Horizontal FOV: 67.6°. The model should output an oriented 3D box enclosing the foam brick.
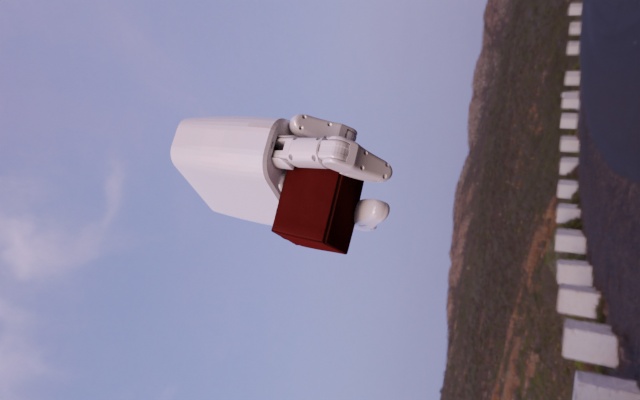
[{"bbox_3d":[0.000,0.002,0.409,0.051,0.078,0.053,7,-15,25],"label":"foam brick"}]
